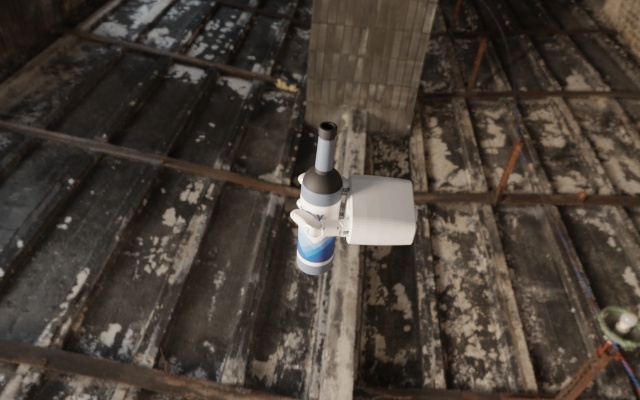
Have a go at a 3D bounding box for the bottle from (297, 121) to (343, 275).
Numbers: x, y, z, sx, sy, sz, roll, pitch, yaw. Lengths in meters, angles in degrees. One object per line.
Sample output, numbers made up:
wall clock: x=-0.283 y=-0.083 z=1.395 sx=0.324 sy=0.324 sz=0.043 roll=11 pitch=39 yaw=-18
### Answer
bottle: x=0.000 y=0.003 z=0.791 sx=0.069 sy=0.296 sz=0.069 roll=3 pitch=41 yaw=-3
